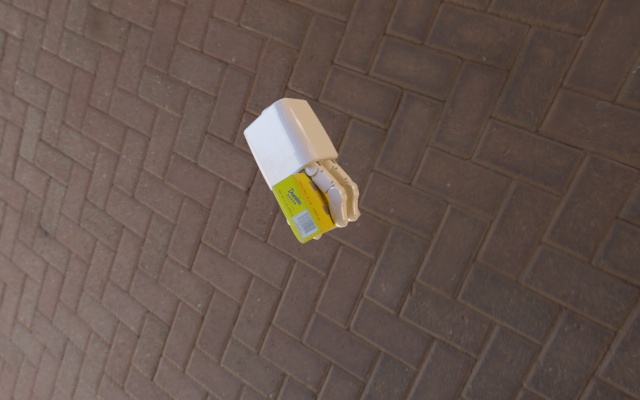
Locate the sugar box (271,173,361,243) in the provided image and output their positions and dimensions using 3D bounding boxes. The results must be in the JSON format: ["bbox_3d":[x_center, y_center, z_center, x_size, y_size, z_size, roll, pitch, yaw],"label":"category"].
[{"bbox_3d":[0.000,0.002,0.739,0.048,0.093,0.176,-30,-5,25],"label":"sugar box"}]
